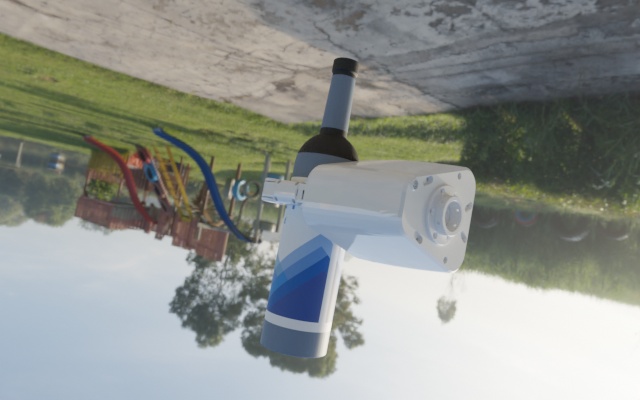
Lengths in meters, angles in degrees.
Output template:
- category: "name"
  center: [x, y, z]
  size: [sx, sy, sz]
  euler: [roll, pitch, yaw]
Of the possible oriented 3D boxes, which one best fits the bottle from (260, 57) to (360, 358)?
- category: "bottle"
  center: [0.000, 0.002, 0.483]
  size: [0.069, 0.295, 0.069]
  euler: [11, -4, 1]
